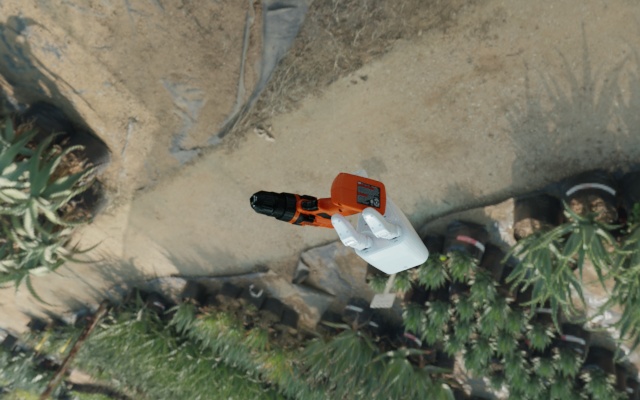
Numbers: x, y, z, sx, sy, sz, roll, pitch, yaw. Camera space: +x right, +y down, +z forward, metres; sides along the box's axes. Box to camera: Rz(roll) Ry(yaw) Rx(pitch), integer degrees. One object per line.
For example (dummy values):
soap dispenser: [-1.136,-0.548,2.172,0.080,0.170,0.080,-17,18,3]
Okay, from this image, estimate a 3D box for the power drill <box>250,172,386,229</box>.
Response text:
power drill: [0.001,0.003,0.788,0.184,0.057,0.187,11,-15,-36]
